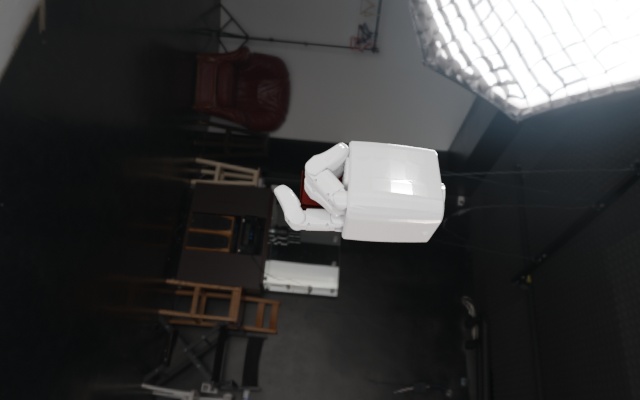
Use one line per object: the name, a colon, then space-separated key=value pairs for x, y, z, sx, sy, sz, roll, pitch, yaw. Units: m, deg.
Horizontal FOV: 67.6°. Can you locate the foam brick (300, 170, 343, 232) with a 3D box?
foam brick: x=0.000 y=0.002 z=0.621 sx=0.051 sy=0.053 sz=0.078 roll=4 pitch=-24 yaw=0
